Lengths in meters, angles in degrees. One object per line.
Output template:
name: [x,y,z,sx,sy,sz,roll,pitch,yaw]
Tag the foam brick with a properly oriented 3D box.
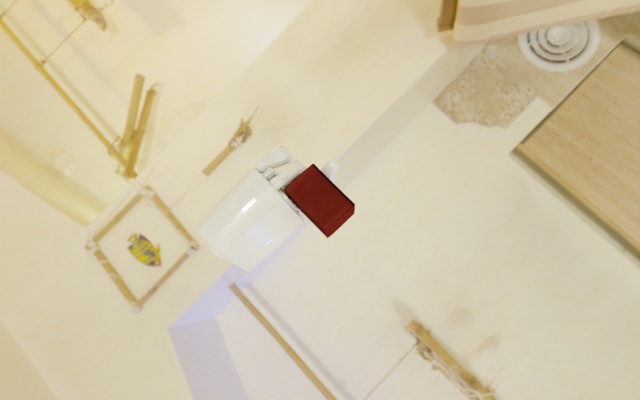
foam brick: [0.000,0.002,0.617,0.051,0.078,0.053,-43,-15,-8]
